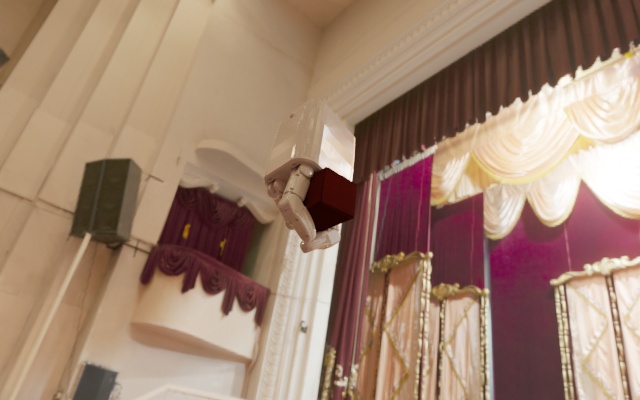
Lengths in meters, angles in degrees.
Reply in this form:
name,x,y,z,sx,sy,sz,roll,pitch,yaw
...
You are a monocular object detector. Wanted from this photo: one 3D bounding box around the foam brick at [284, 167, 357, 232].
name,x,y,z,sx,sy,sz,roll,pitch,yaw
foam brick,0.000,0.002,0.599,0.053,0.051,0.078,29,-35,-29
